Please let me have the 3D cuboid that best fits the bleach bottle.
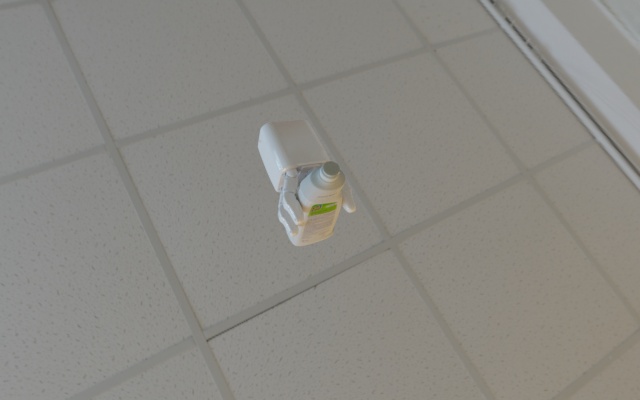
[{"bbox_3d":[0.000,0.003,0.882,0.102,0.068,0.251,-18,-22,-21],"label":"bleach bottle"}]
